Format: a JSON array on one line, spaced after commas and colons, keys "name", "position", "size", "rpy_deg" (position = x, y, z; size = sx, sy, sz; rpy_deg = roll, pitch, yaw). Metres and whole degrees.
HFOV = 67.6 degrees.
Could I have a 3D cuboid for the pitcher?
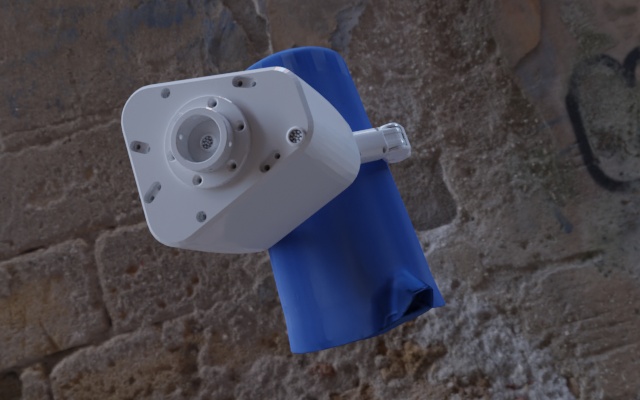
[{"name": "pitcher", "position": [0.000, 0.001, 0.425], "size": [0.149, 0.242, 0.145], "rpy_deg": [-20, -10, 14]}]
